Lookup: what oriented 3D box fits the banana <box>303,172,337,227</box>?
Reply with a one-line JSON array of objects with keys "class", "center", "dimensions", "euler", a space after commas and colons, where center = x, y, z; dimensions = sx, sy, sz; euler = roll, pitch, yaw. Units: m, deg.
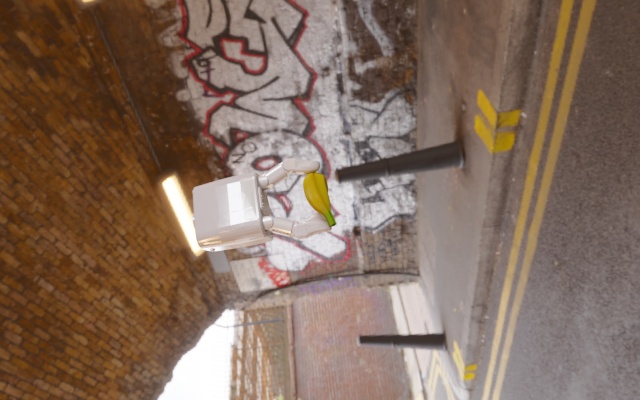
[{"class": "banana", "center": [-0.005, -0.014, 0.775], "dimensions": [0.037, 0.070, 0.197], "euler": [-16, 15, 3]}]
